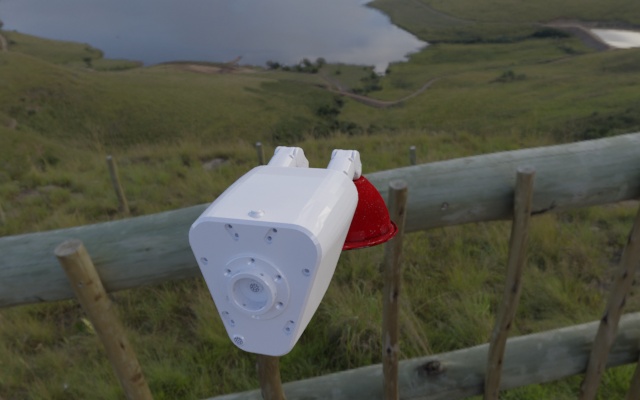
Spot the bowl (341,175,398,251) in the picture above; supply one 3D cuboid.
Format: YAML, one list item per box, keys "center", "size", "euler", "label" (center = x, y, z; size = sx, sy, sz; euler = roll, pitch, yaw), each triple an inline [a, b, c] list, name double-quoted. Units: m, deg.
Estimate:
- center: [0.000, 0.001, 0.495]
  size: [0.162, 0.055, 0.162]
  euler: [1, 12, 0]
  label: "bowl"
